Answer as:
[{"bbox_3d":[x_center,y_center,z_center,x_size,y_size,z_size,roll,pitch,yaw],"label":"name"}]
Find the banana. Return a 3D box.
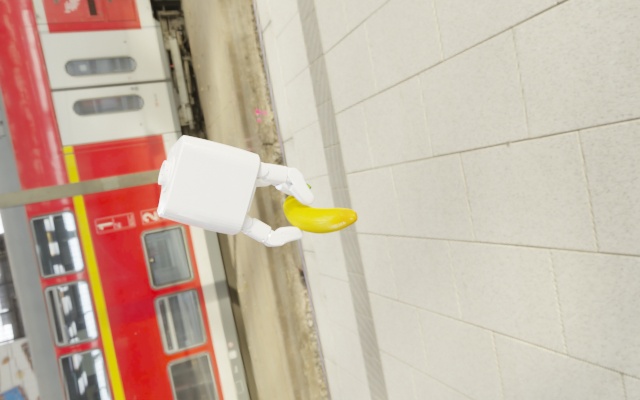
[{"bbox_3d":[-0.013,0.015,0.708,0.037,0.069,0.197,43,-4,-27],"label":"banana"}]
